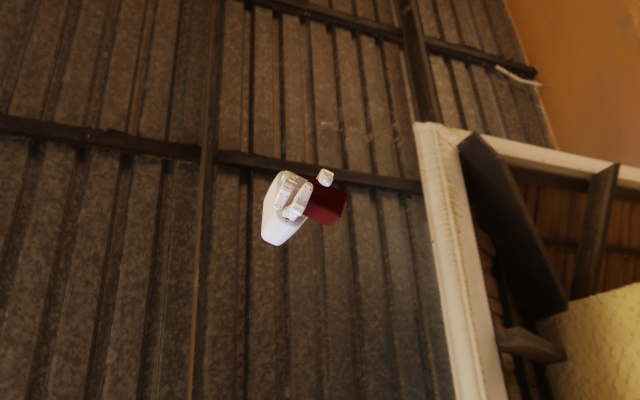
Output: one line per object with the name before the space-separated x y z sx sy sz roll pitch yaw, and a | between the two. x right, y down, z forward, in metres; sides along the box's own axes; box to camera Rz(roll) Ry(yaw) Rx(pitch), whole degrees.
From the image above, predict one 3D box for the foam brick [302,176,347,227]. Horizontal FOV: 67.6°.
foam brick | 0.000 0.003 0.876 0.078 0.053 0.051 27 -35 -10
